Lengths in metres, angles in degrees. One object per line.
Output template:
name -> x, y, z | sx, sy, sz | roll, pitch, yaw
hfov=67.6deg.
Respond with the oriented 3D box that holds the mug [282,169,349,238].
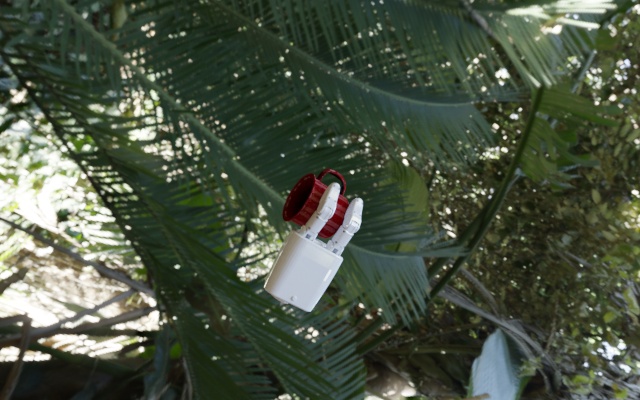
mug -> 0.001, 0.002, 0.818 | 0.081, 0.117, 0.093 | 31, -1, -23
